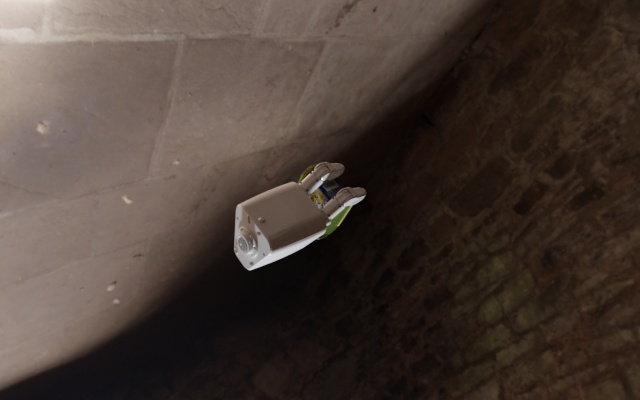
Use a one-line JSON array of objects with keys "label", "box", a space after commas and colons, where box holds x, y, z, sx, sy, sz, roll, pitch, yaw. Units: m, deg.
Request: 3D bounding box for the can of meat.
[{"label": "can of meat", "box": [0.000, 0.003, 0.799, 0.057, 0.084, 0.102, -21, -28, -40]}]
